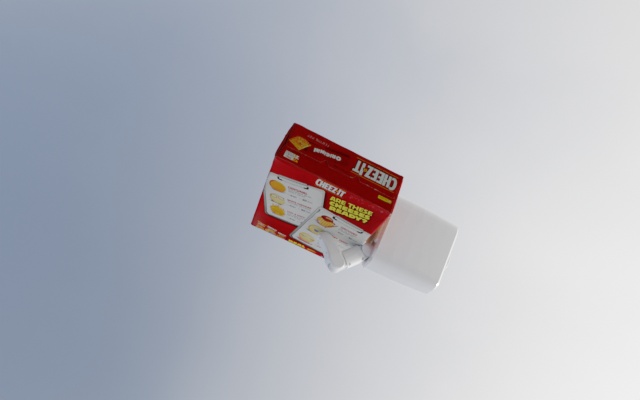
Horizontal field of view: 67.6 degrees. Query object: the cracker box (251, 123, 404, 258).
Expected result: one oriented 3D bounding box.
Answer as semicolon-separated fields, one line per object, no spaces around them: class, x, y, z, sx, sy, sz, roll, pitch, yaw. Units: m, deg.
cracker box;0.000;0.002;0.689;0.164;0.072;0.214;26;-31;-3
